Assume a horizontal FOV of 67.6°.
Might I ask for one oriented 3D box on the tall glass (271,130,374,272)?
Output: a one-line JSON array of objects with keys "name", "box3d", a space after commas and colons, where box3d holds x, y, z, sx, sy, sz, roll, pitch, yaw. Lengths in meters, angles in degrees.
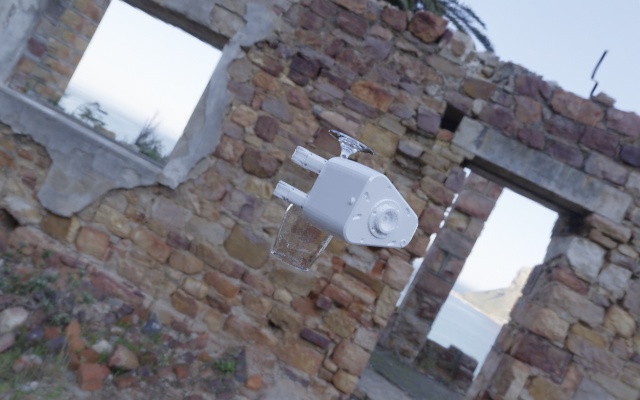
[{"name": "tall glass", "box3d": [0.000, 0.002, 0.705, 0.079, 0.201, 0.079, 27, 0, 0]}]
